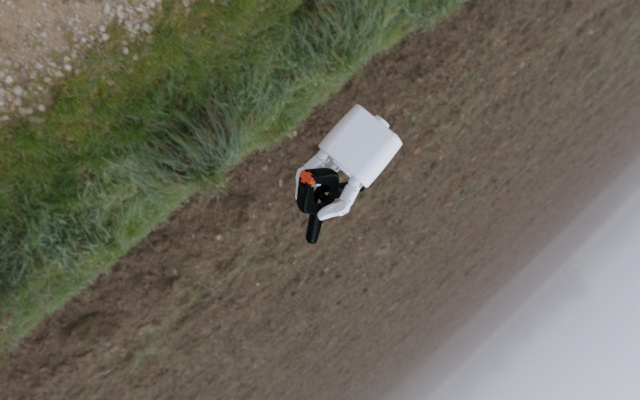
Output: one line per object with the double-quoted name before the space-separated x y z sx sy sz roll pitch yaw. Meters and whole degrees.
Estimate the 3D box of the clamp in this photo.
"clamp" 0.001 0.003 0.892 0.036 0.164 0.210 39 3 26
